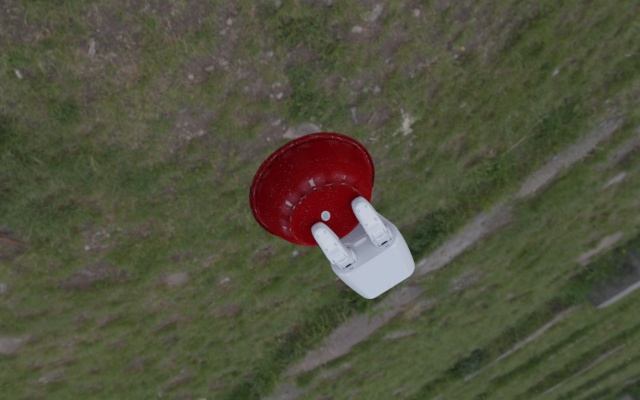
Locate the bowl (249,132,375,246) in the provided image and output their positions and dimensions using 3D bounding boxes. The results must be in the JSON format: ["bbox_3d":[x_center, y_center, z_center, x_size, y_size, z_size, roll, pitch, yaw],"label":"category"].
[{"bbox_3d":[-0.001,0.002,0.567,0.162,0.162,0.055,0,37,-23],"label":"bowl"}]
